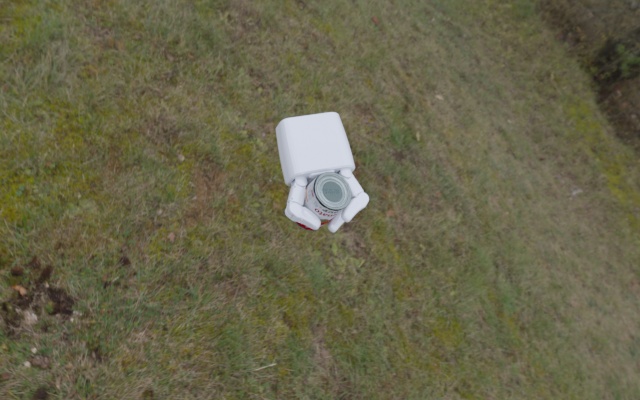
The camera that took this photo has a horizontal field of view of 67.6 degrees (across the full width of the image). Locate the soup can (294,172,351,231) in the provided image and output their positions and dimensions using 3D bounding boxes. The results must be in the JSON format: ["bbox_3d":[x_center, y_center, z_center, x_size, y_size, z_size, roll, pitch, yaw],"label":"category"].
[{"bbox_3d":[0.000,0.003,0.792,0.068,0.068,0.102,0,-21,-26],"label":"soup can"}]
